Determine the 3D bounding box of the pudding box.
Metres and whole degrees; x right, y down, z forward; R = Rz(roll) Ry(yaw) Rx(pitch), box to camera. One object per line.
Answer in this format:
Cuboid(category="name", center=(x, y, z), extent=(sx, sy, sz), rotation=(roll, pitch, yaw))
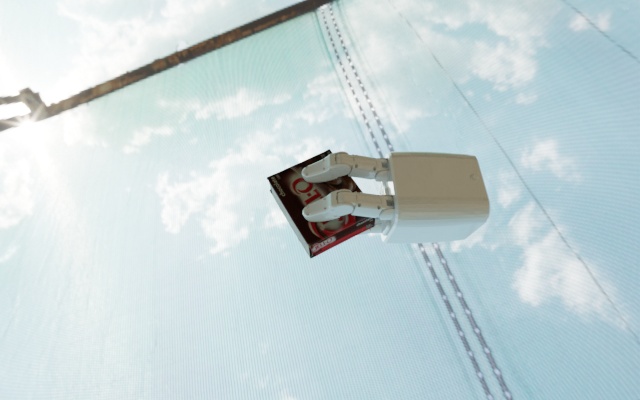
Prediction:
Cuboid(category="pudding box", center=(0.000, 0.002, 0.574), extent=(0.090, 0.113, 0.039), rotation=(-25, -33, -16))
